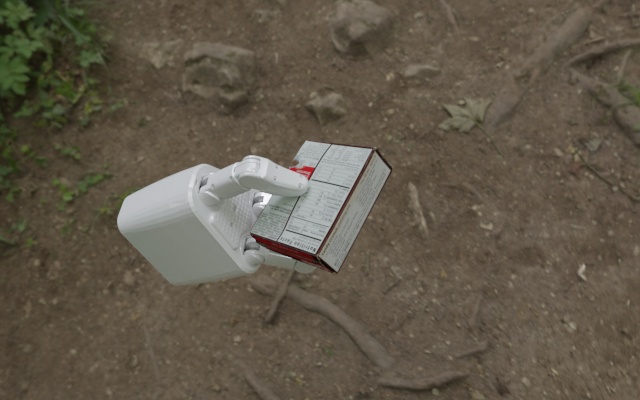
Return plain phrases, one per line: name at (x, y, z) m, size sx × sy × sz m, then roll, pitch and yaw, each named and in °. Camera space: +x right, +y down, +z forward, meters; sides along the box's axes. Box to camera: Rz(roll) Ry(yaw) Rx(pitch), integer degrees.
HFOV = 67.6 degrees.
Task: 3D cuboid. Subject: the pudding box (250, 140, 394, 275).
pudding box at (0.000, 0.001, 0.431) m, size 0.090 × 0.113 × 0.039 m, roll 14°, pitch -21°, yaw 42°
